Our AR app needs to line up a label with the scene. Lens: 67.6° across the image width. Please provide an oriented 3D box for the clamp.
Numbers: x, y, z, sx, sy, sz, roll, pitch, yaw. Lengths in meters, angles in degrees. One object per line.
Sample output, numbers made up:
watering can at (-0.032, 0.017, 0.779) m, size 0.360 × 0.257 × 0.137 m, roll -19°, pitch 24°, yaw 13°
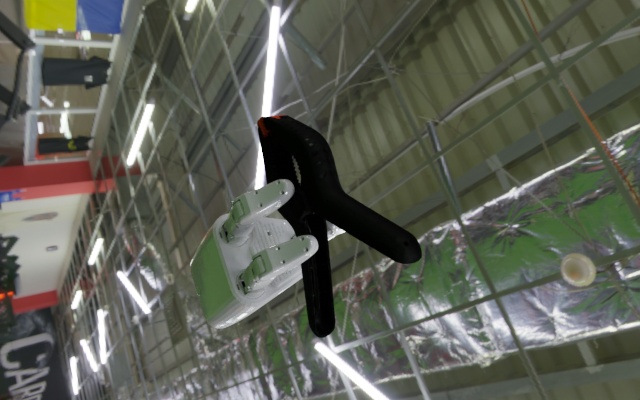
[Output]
clamp at (0.000, 0.001, 0.420) m, size 0.036 × 0.210 × 0.165 m, roll -10°, pitch -21°, yaw -35°
